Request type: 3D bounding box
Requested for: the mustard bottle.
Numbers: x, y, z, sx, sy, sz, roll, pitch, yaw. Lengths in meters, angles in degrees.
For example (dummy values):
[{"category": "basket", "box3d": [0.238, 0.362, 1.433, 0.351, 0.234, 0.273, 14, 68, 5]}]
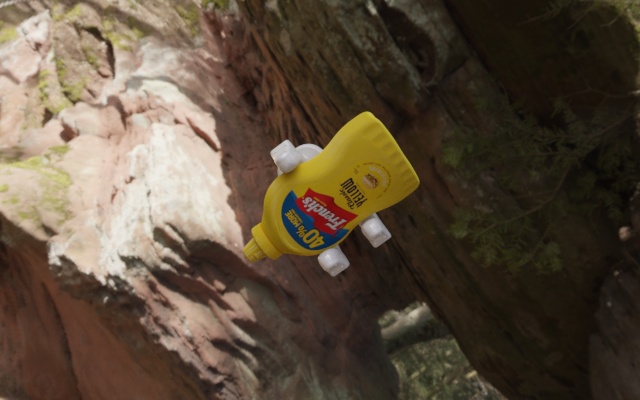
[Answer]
[{"category": "mustard bottle", "box3d": [0.000, 0.002, 0.493, 0.191, 0.096, 0.058, -36, 30, 6]}]
